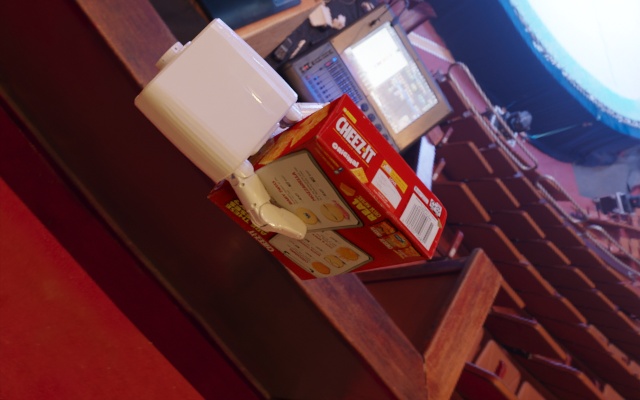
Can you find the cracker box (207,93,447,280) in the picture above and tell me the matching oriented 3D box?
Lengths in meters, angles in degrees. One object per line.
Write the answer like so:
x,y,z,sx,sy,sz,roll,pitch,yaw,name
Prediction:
0.000,0.002,0.513,0.164,0.072,0.214,45,-35,-19,cracker box
